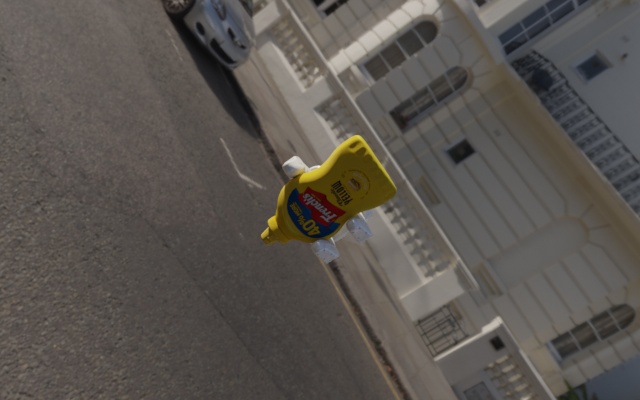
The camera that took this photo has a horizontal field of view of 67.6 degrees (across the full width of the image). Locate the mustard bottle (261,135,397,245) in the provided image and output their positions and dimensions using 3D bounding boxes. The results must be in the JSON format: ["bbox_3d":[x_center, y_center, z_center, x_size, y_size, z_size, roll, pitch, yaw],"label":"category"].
[{"bbox_3d":[0.000,0.002,0.650,0.191,0.096,0.058,-34,14,9],"label":"mustard bottle"}]
